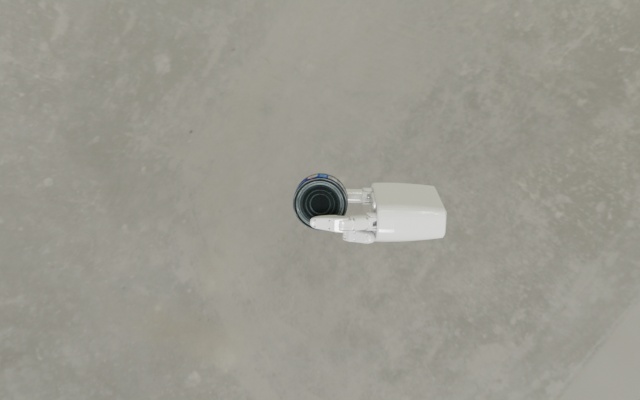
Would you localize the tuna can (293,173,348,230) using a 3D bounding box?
[{"bbox_3d":[0.000,0.003,0.744,0.086,0.086,0.033,0,14,3],"label":"tuna can"}]
